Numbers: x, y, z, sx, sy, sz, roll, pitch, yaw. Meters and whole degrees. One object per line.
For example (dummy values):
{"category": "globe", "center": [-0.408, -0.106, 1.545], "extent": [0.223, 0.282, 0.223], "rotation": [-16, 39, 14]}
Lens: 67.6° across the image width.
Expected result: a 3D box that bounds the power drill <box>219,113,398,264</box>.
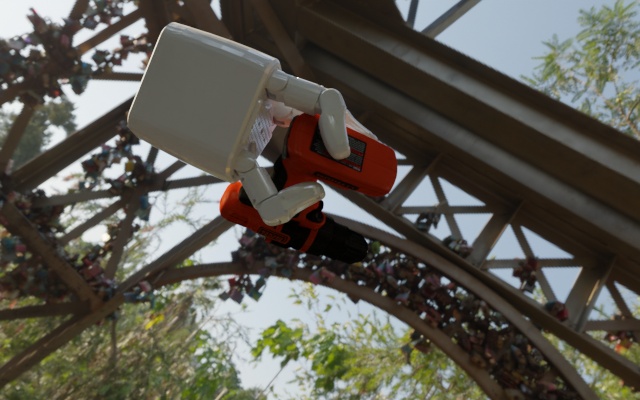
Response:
{"category": "power drill", "center": [0.000, 0.001, 0.498], "extent": [0.184, 0.057, 0.188], "rotation": [21, -34, -16]}
